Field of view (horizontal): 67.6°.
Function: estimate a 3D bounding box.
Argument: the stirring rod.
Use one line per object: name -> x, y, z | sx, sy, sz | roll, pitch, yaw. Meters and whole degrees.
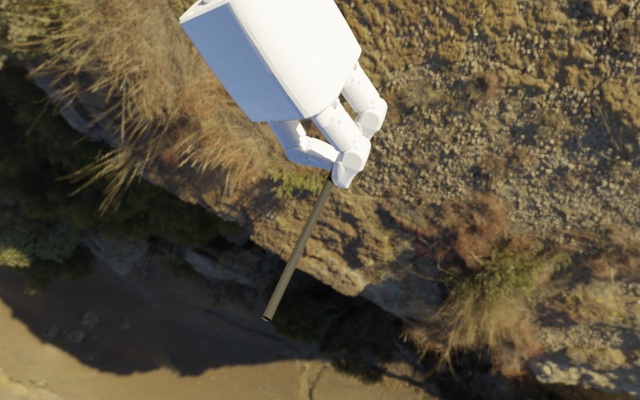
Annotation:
stirring rod -> 0.000, 0.001, 0.431 | 0.011, 0.239, 0.011 | 16, -37, 12
